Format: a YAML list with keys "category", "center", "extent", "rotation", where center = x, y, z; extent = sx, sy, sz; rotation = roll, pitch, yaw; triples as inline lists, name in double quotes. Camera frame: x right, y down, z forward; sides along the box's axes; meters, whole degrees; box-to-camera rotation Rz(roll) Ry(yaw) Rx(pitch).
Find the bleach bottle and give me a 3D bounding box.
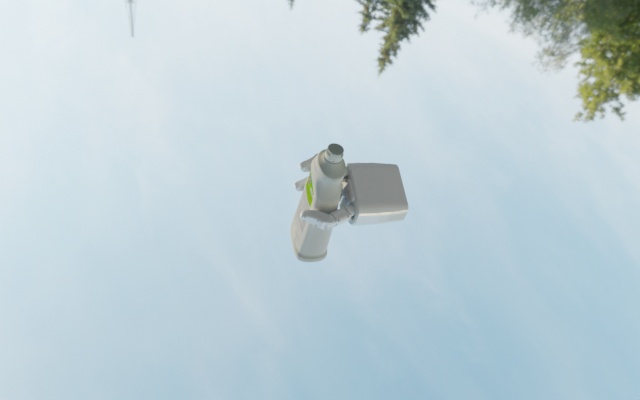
- category: "bleach bottle"
  center: [0.000, 0.003, 0.877]
  extent: [0.068, 0.102, 0.251]
  rotation: [-2, -40, -19]
